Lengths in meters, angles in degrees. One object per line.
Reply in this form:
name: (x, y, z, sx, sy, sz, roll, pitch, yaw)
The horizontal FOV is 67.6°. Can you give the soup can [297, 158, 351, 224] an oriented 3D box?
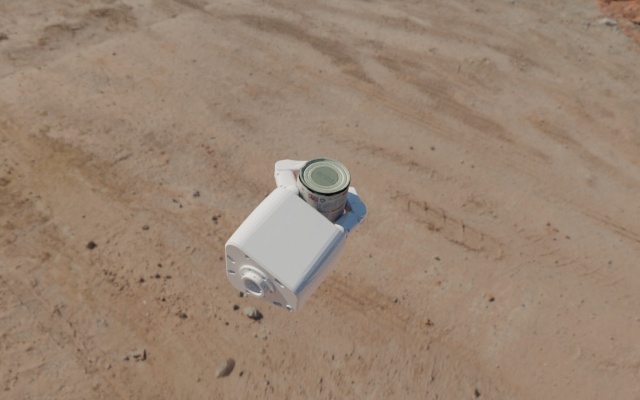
soup can: (0.001, 0.002, 0.634, 0.068, 0.068, 0.102, 0, -43, -8)
